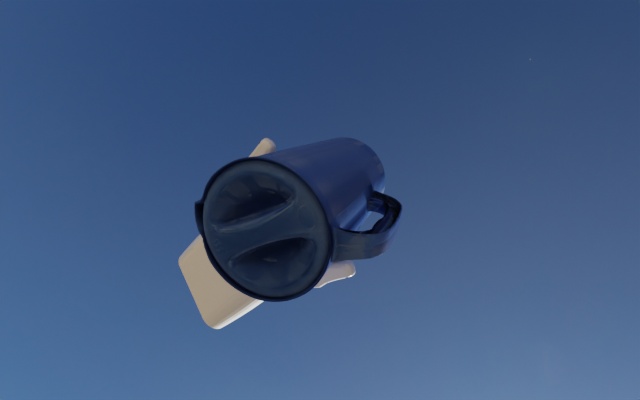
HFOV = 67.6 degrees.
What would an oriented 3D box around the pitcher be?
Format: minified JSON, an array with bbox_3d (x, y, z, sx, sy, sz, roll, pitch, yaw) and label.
[{"bbox_3d":[0.000,0.002,0.515,0.145,0.149,0.242,-41,-3,27],"label":"pitcher"}]
